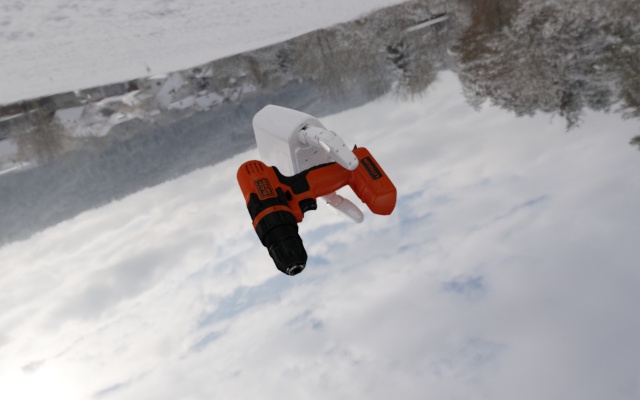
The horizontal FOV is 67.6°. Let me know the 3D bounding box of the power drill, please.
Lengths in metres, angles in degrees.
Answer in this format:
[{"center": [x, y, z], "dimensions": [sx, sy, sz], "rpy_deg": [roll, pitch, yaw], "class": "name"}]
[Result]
[{"center": [0.000, 0.002, 0.617], "dimensions": [0.187, 0.184, 0.057], "rpy_deg": [-13, -40, -20], "class": "power drill"}]
